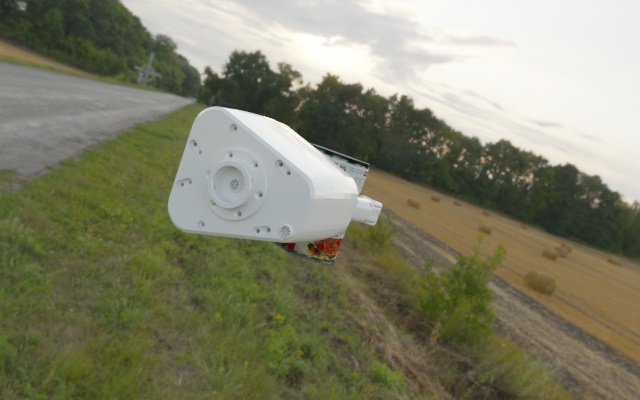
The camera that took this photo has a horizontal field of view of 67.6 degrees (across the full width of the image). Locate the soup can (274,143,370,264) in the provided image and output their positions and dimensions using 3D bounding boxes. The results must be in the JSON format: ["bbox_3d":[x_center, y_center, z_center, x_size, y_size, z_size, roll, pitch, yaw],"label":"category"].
[{"bbox_3d":[0.000,0.001,0.469,0.068,0.102,0.068,19,7,-2],"label":"soup can"}]
